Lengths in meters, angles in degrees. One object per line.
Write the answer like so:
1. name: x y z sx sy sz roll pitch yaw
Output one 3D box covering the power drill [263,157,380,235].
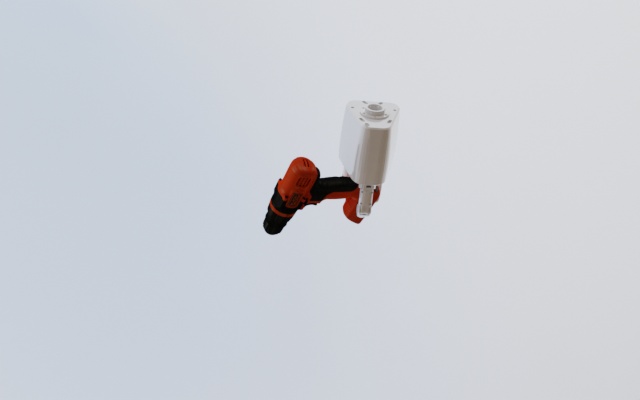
1. power drill: 0.001 0.003 0.871 0.187 0.057 0.184 2 -40 -29
